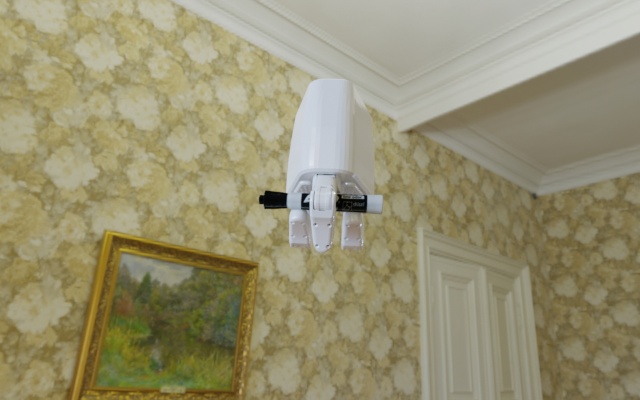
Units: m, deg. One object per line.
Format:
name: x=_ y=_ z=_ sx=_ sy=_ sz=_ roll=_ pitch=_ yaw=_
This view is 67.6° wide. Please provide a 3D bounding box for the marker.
marker: x=0.000 y=0.002 z=0.468 sx=0.121 sy=0.020 sz=0.020 roll=2 pitch=0 yaw=3
